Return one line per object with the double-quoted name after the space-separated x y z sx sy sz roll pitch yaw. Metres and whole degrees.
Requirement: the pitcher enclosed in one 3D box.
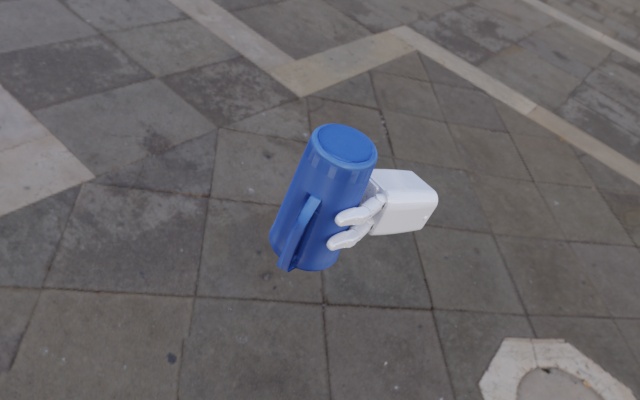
0.000 0.003 0.790 0.145 0.149 0.243 -1 -44 -24 "pitcher"
